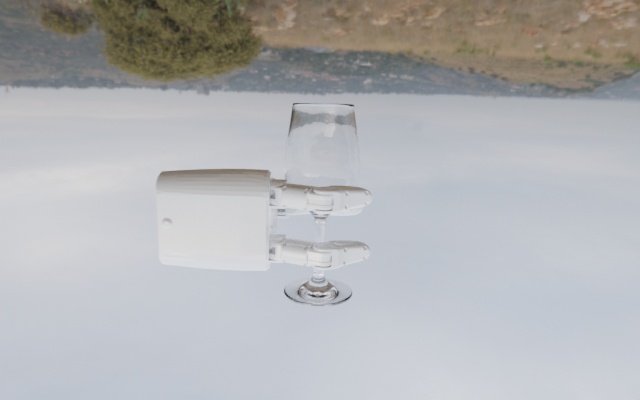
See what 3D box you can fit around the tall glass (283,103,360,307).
[{"bbox_3d":[0.000,0.002,0.494,0.079,0.201,0.079,2,12,0],"label":"tall glass"}]
